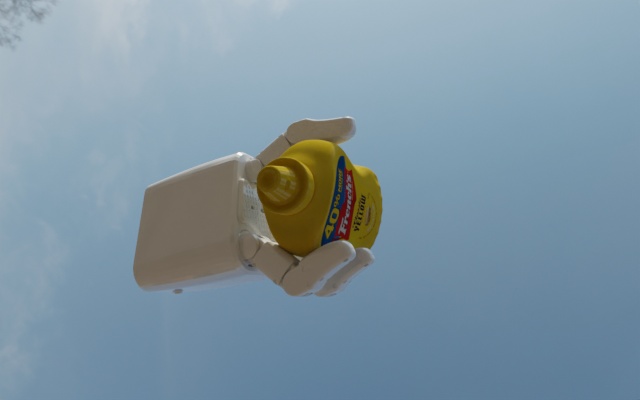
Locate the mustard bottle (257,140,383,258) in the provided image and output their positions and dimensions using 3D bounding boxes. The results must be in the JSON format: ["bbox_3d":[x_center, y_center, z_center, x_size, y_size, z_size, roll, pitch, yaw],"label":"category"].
[{"bbox_3d":[0.000,0.001,0.402,0.058,0.096,0.192,11,-5,24],"label":"mustard bottle"}]
